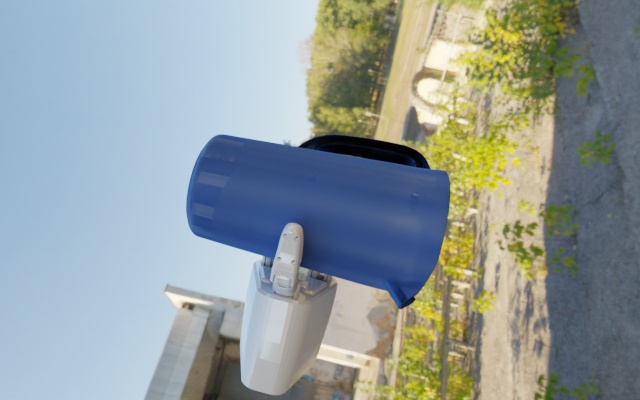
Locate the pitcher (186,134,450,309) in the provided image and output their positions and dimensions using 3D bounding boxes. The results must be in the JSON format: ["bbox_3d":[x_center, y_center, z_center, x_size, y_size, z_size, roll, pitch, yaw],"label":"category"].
[{"bbox_3d":[0.000,0.002,0.489,0.243,0.145,0.149,13,11,2],"label":"pitcher"}]
